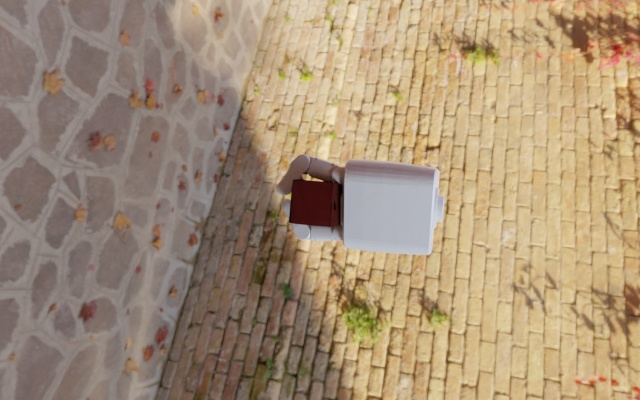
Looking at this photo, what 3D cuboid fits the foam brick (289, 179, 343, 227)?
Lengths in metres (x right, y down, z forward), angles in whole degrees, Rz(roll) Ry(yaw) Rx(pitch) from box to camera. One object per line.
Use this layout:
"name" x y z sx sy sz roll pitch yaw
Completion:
"foam brick" 0.000 0.002 0.582 0.051 0.053 0.078 5 4 16
